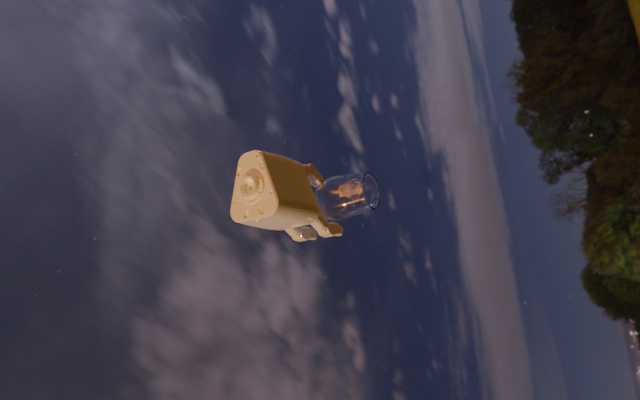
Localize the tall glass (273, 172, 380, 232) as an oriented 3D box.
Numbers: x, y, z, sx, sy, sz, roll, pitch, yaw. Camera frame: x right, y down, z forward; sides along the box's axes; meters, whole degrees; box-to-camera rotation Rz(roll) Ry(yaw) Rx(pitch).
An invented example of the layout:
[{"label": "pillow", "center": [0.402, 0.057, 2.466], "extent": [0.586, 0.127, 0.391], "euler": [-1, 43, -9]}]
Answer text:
[{"label": "tall glass", "center": [0.000, 0.003, 0.828], "extent": [0.201, 0.079, 0.079], "euler": [-13, -7, 30]}]
